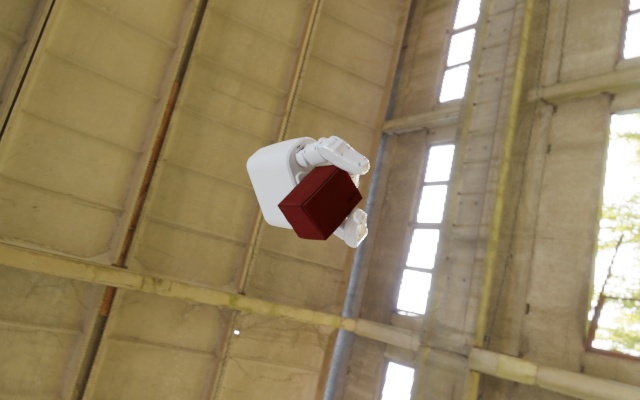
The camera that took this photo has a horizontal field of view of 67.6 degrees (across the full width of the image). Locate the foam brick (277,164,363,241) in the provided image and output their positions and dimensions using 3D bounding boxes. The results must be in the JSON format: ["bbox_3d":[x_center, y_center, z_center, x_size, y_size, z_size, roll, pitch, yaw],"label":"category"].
[{"bbox_3d":[0.000,0.002,0.553,0.051,0.053,0.078,-1,38,51],"label":"foam brick"}]
